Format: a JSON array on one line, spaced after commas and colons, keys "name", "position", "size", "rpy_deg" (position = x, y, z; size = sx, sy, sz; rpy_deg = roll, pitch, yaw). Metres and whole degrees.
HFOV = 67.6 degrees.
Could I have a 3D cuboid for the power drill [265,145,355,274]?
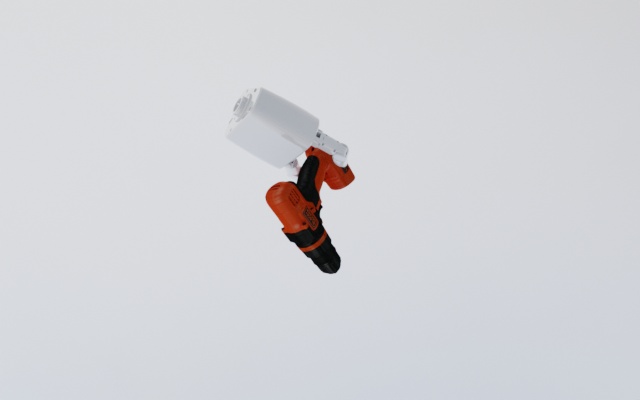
[{"name": "power drill", "position": [0.000, 0.002, 0.782], "size": [0.057, 0.184, 0.187], "rpy_deg": [-12, 36, 31]}]
